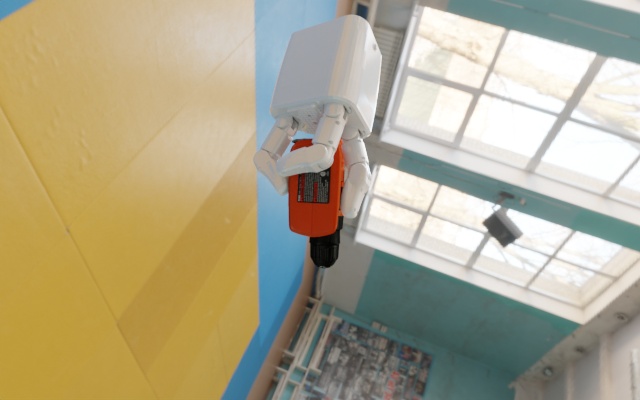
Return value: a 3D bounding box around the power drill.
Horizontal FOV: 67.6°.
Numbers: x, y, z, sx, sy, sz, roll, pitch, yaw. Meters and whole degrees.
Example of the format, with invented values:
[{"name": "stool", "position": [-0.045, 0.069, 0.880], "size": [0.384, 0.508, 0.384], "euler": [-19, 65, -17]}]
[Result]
[{"name": "power drill", "position": [0.000, 0.002, 0.596], "size": [0.057, 0.184, 0.187], "euler": [0, 0, 4]}]
